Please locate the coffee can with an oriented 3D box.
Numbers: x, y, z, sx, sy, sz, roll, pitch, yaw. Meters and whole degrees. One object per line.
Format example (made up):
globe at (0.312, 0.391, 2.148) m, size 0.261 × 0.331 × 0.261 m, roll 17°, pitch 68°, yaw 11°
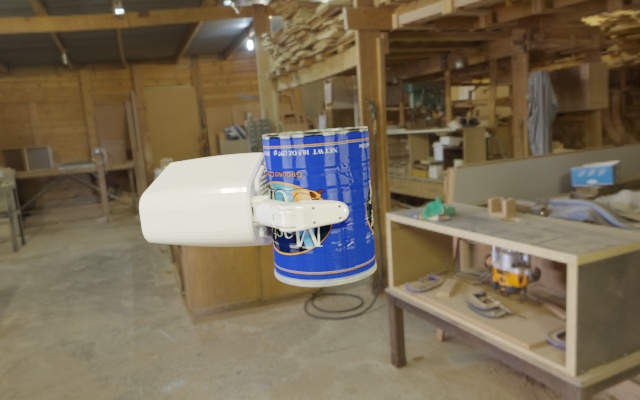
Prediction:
coffee can at (0.000, 0.002, 0.469) m, size 0.103 × 0.140 × 0.103 m, roll -4°, pitch 9°, yaw 1°
